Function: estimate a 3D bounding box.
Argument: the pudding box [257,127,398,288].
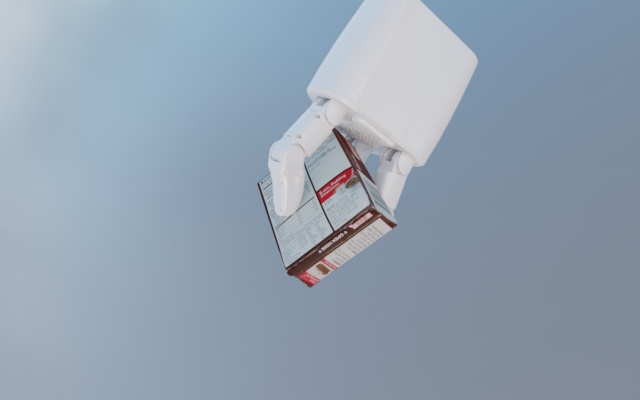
[{"bbox_3d":[0.000,0.001,0.401,0.090,0.113,0.039,-38,-47,15],"label":"pudding box"}]
